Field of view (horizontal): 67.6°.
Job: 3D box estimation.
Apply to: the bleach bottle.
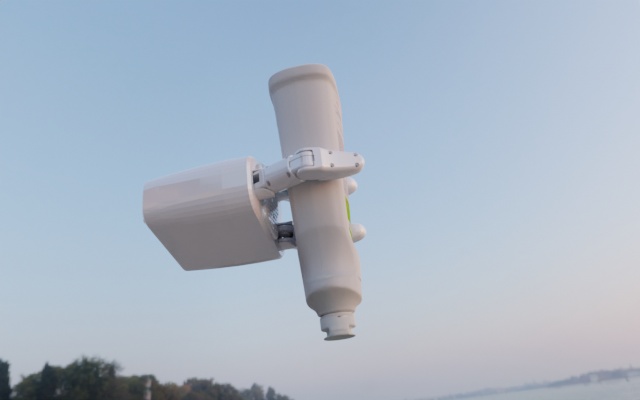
[{"bbox_3d":[0.000,0.001,0.454,0.068,0.250,0.103,-11,-24,8],"label":"bleach bottle"}]
